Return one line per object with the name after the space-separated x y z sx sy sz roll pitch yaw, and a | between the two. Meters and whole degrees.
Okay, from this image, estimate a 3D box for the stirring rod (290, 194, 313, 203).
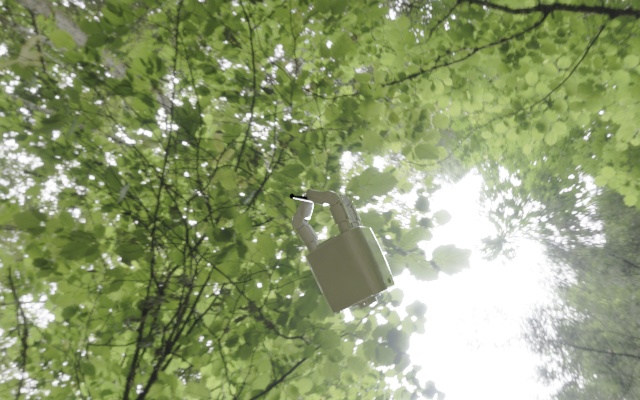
0.000 0.003 0.826 0.011 0.011 0.239 0 -4 21 | stirring rod
